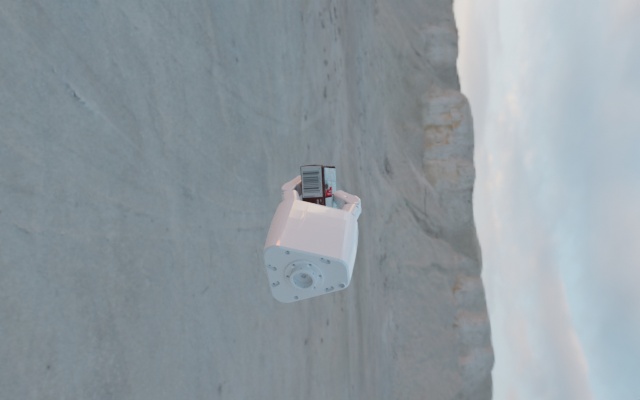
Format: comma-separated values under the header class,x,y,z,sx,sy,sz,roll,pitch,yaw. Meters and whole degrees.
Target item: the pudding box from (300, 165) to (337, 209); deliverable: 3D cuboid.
class,x,y,z,sx,sy,sz,roll,pitch,yaw
pudding box,0.000,0.002,0.733,0.039,0.113,0.090,-1,3,13
